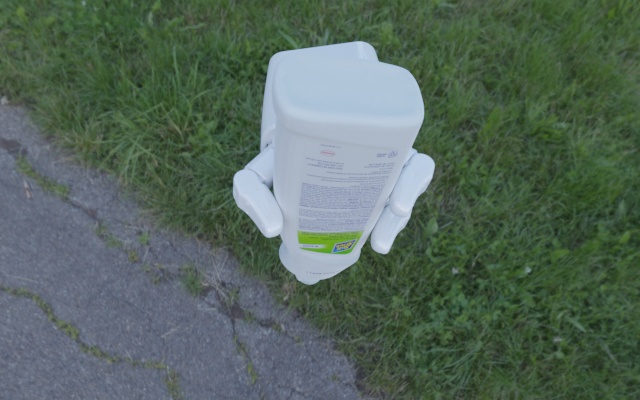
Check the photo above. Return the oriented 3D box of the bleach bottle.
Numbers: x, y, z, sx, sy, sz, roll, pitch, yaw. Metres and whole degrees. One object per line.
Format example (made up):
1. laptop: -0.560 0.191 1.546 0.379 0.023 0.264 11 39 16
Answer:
1. bleach bottle: 0.000 0.001 0.402 0.102 0.068 0.251 4 -37 -9
